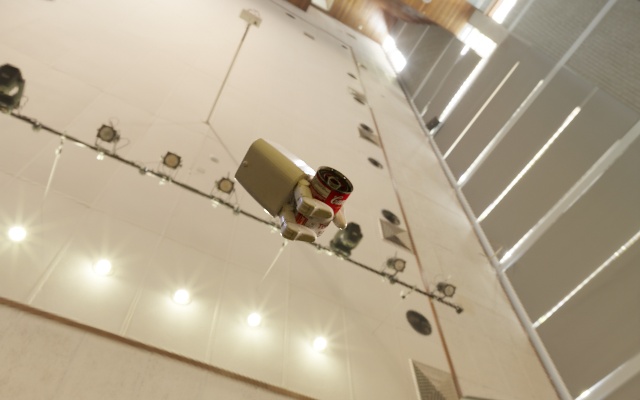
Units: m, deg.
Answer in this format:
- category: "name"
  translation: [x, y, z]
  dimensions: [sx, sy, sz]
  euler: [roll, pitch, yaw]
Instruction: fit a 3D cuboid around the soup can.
- category: "soup can"
  translation: [0.000, 0.003, 0.798]
  dimensions: [0.068, 0.102, 0.068]
  euler: [26, 28, -15]
